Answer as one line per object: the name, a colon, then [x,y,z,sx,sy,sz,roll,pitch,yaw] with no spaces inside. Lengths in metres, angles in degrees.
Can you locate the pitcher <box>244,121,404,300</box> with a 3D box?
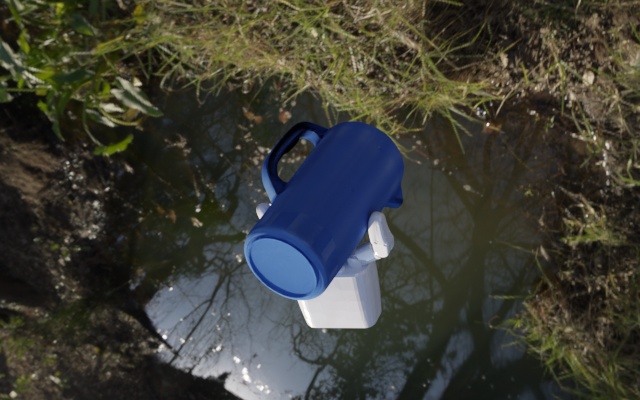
pitcher: [0.000,0.002,0.614,0.149,0.145,0.242,6,36,28]
